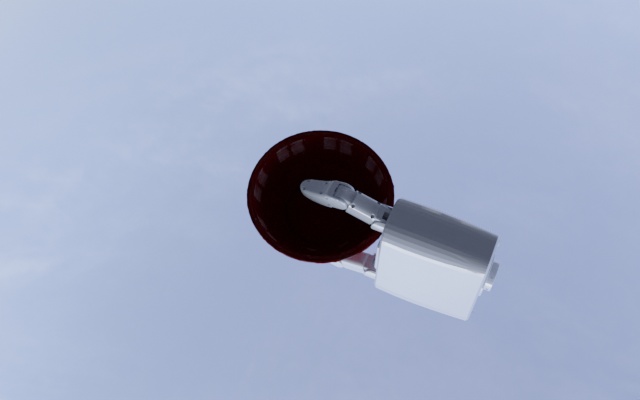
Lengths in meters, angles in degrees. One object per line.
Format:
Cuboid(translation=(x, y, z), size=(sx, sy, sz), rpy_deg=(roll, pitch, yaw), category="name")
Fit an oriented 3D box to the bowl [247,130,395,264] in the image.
Cuboid(translation=(-0.001, 0.001, 0.543), size=(0.162, 0.162, 0.055), rpy_deg=(0, -25, 0), category="bowl")
